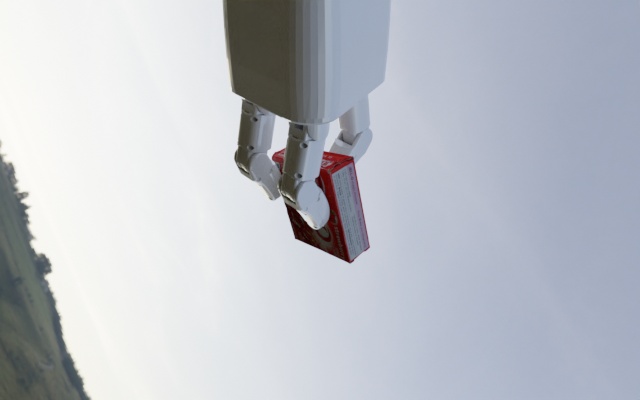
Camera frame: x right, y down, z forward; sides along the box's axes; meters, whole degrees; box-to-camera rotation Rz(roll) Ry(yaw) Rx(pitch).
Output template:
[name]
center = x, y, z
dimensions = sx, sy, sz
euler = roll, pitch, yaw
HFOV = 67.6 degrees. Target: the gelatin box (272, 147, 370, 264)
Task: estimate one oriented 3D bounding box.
[gelatin box]
center = 0.000, 0.001, 0.404
dimensions = 0.030, 0.089, 0.073
euler = -33, 34, -32
